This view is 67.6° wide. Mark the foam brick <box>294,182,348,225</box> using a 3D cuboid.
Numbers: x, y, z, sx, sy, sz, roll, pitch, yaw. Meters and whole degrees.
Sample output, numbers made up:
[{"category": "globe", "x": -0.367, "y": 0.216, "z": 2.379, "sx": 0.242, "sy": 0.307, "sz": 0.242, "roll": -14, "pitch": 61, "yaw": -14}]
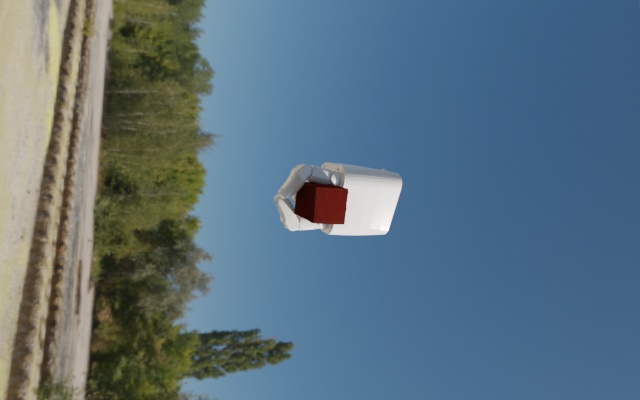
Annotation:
[{"category": "foam brick", "x": 0.000, "y": 0.002, "z": 0.692, "sx": 0.051, "sy": 0.053, "sz": 0.078, "roll": 5, "pitch": 7, "yaw": -22}]
